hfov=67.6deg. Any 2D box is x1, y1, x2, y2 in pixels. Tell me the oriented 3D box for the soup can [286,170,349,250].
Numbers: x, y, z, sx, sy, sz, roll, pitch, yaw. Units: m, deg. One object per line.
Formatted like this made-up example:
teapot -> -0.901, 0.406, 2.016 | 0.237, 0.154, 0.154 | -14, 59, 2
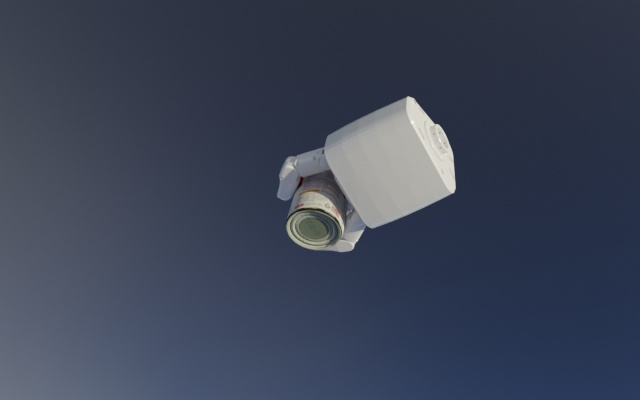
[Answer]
soup can -> 0.000, 0.002, 0.583 | 0.068, 0.069, 0.102 | 0, 41, 12
